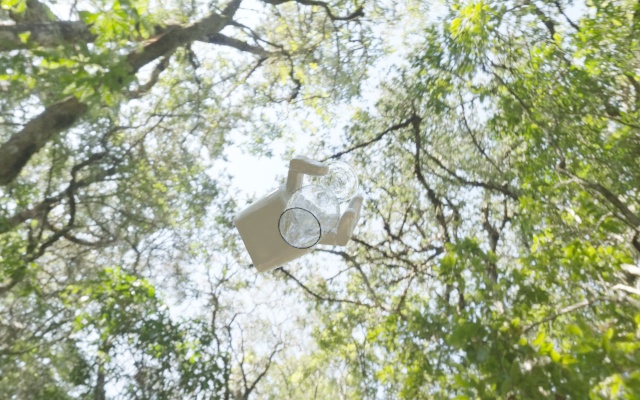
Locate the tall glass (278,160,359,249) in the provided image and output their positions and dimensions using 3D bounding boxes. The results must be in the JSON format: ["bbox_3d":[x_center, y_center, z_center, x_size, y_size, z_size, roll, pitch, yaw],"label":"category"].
[{"bbox_3d":[0.000,0.002,0.727,0.079,0.079,0.201,0,21,18],"label":"tall glass"}]
